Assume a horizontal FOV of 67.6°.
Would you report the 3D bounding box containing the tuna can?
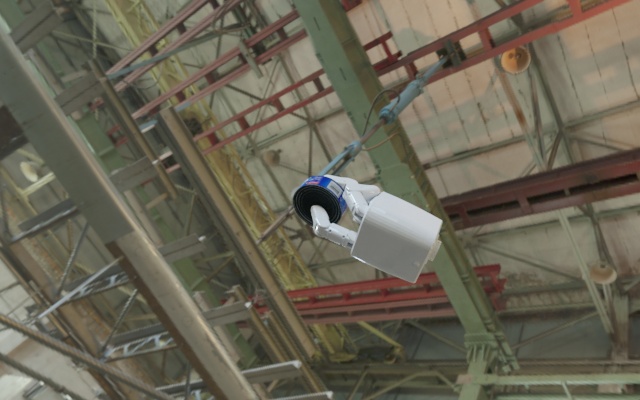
[{"bbox_3d":[0.000,0.002,0.784,0.086,0.086,0.033,0,33,27],"label":"tuna can"}]
